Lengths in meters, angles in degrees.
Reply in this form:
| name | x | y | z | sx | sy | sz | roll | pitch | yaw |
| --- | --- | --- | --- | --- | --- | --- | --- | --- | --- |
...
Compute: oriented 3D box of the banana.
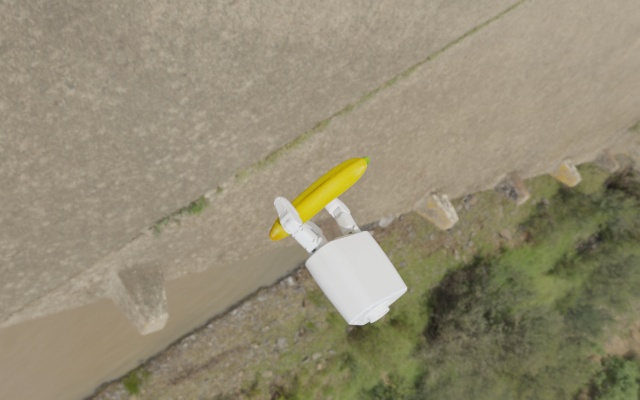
| name | x | y | z | sx | sy | sz | roll | pitch | yaw |
| --- | --- | --- | --- | --- | --- | --- | --- | --- | --- |
| banana | 0.000 | -0.005 | 0.711 | 0.198 | 0.037 | 0.070 | -37 | -18 | -3 |
